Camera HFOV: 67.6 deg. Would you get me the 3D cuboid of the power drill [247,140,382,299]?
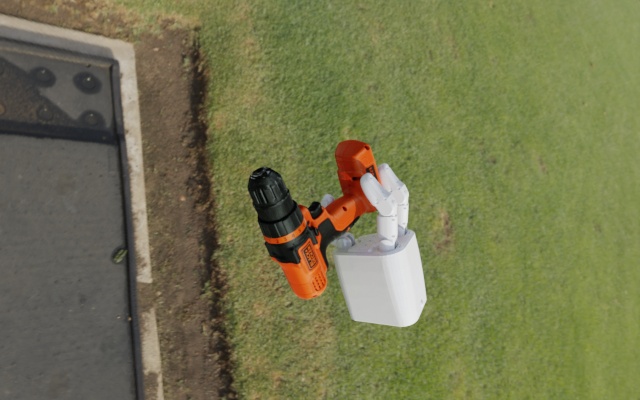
[{"bbox_3d":[0.000,0.002,0.599,0.057,0.184,0.187,13,44,40],"label":"power drill"}]
